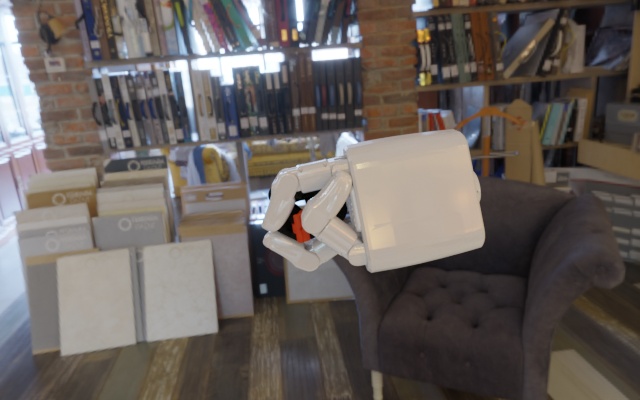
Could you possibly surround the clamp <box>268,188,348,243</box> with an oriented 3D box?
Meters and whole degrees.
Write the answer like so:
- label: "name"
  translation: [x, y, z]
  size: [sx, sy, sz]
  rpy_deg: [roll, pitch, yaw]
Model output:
- label: "clamp"
  translation: [0.000, 0.001, 0.515]
  size: [0.120, 0.039, 0.171]
  rpy_deg: [-16, 17, 0]
